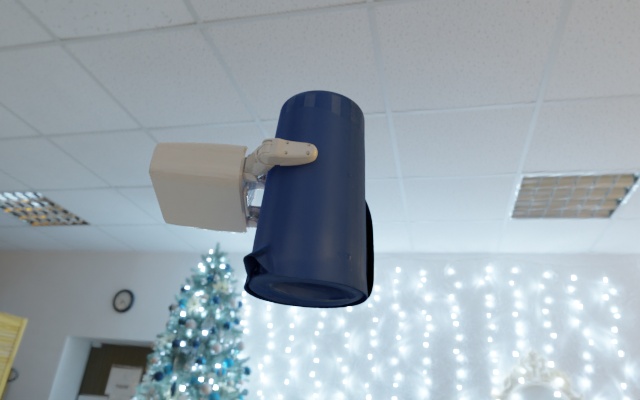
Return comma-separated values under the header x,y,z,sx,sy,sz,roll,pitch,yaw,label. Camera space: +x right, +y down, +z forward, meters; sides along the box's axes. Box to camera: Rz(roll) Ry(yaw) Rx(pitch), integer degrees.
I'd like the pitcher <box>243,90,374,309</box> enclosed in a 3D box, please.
x,y,z,sx,sy,sz,roll,pitch,yaw,label
0.000,0.002,0.564,0.145,0.242,0.149,5,-24,2,pitcher
